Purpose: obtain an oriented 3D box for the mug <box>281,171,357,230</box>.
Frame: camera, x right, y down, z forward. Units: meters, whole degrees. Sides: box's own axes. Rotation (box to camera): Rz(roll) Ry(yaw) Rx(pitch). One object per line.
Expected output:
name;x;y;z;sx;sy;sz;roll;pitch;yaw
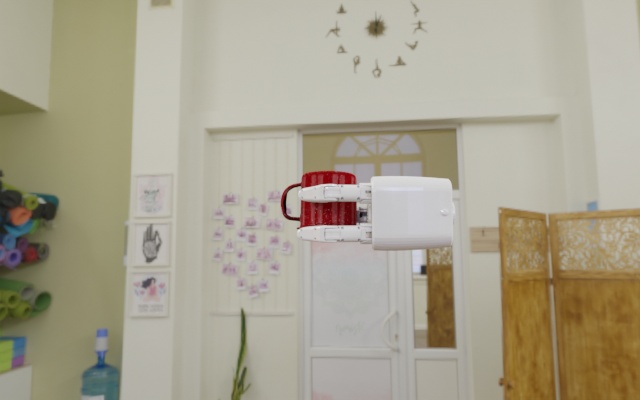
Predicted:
mug;-0.001;0.002;0.700;0.117;0.081;0.093;0;-6;2
